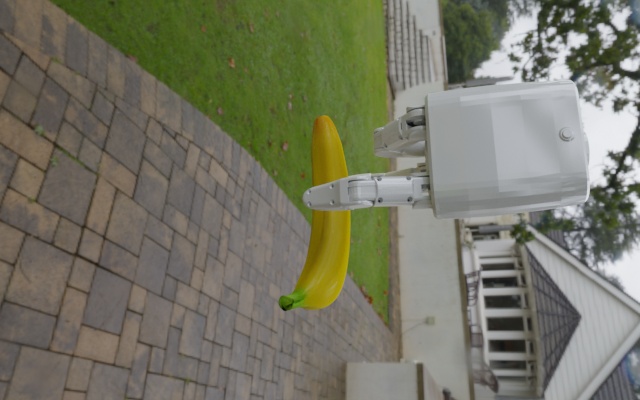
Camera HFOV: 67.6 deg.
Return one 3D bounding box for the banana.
[{"bbox_3d":[0.005,0.015,0.420,0.037,0.197,0.070,-5,-37,16],"label":"banana"}]
